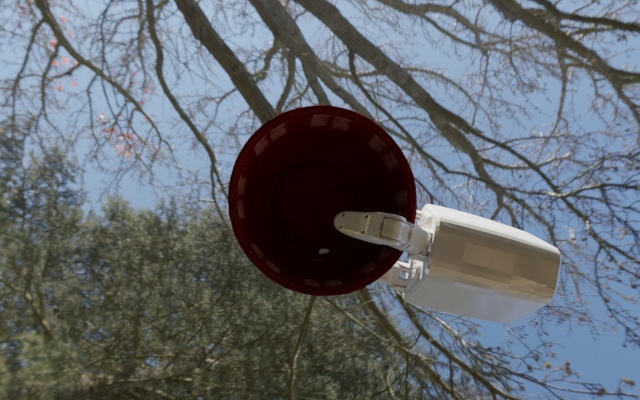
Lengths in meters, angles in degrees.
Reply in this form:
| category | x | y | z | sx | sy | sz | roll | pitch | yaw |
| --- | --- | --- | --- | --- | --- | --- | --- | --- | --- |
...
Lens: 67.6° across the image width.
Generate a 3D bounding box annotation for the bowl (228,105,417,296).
| category | x | y | z | sx | sy | sz | roll | pitch | yaw |
| --- | --- | --- | --- | --- | --- | --- | --- | --- | --- |
| bowl | -0.001 | 0.001 | 0.424 | 0.162 | 0.162 | 0.055 | 0 | -7 | -10 |
